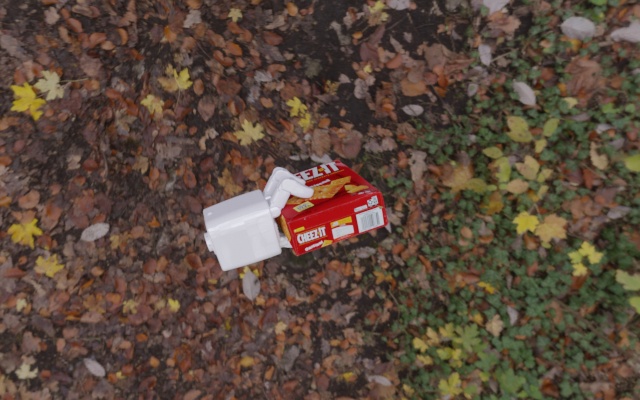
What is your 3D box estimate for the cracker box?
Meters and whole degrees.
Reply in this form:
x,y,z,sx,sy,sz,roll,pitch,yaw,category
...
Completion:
x,y,z,sx,sy,sz,roll,pitch,yaw,category
0.000,0.003,0.855,0.164,0.072,0.213,-18,24,-11,cracker box
